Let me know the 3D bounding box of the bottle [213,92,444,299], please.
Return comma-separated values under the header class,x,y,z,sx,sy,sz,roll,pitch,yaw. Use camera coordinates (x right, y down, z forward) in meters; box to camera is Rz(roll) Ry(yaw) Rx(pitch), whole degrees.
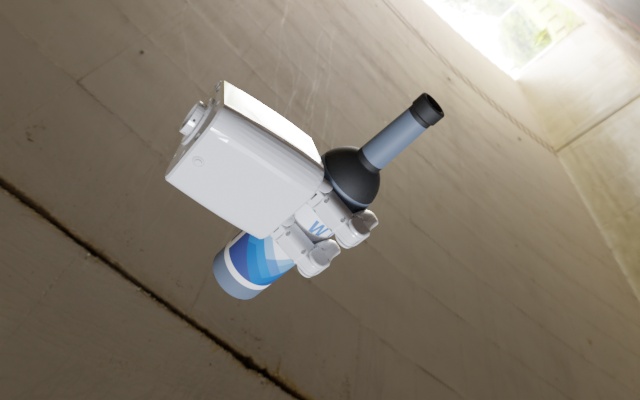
class,x,y,z,sx,sy,sz,roll,pitch,yaw
bottle,0.000,0.002,0.478,0.296,0.069,0.069,-41,-24,30
